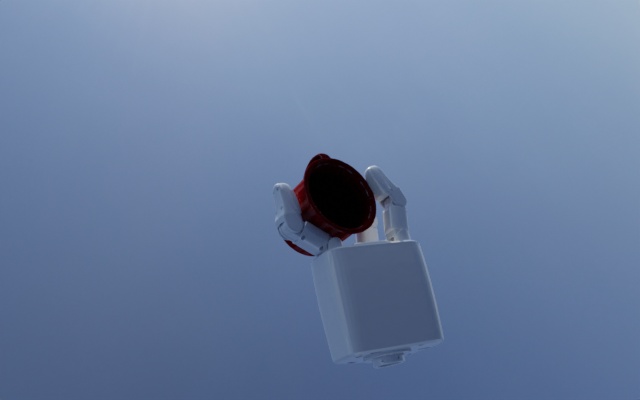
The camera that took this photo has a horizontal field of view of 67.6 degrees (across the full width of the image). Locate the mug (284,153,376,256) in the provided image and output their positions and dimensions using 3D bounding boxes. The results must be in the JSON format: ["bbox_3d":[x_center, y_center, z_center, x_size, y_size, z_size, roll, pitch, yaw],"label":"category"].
[{"bbox_3d":[0.000,0.001,0.546,0.093,0.117,0.081,8,-33,-32],"label":"mug"}]
